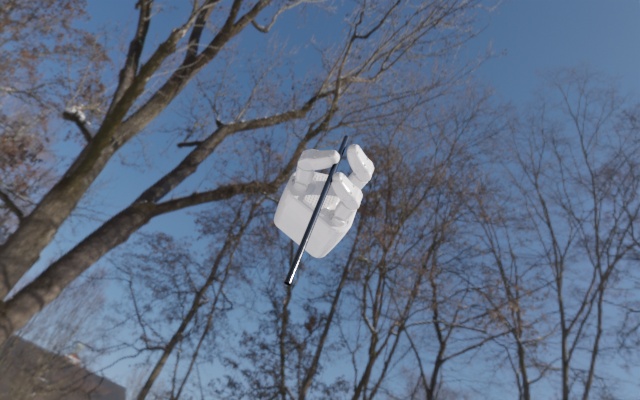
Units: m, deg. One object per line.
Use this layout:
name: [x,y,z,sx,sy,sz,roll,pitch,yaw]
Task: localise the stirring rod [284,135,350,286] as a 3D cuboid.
stirring rod: [0.000,0.002,0.601,0.011,0.239,0.011,14,-36,11]
